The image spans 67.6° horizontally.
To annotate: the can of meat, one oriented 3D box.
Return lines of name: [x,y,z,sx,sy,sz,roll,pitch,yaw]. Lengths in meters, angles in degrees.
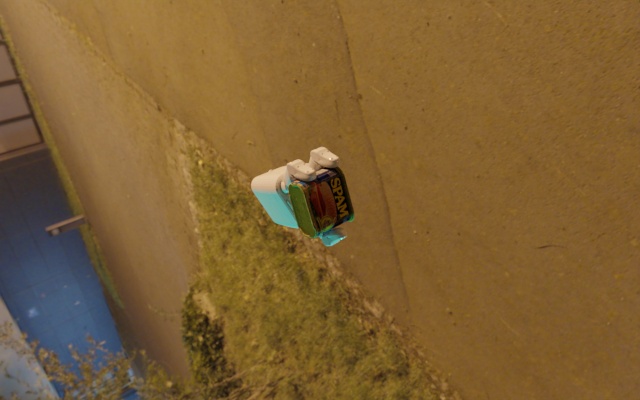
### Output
can of meat: [0.000,0.003,0.796,0.084,0.102,0.057,-25,18,-31]
